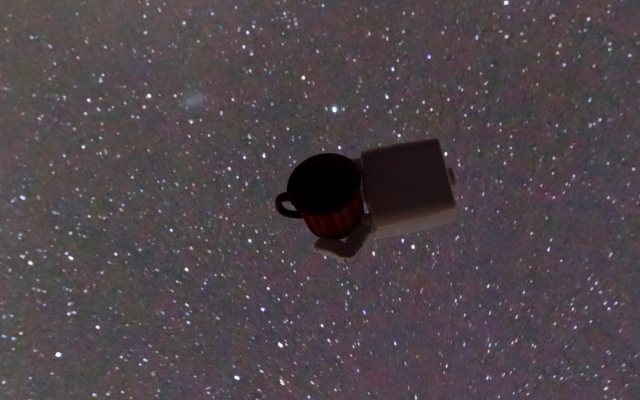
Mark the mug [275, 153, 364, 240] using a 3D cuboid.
[{"bbox_3d":[-0.001,0.002,0.617,0.117,0.093,0.081,-11,-33,7],"label":"mug"}]
